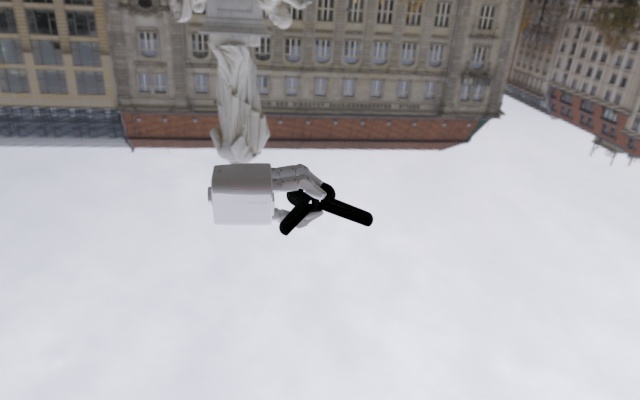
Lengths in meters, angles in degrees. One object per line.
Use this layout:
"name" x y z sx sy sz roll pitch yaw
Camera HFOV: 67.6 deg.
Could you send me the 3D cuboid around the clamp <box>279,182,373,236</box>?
"clamp" 0.000 0.003 0.891 0.164 0.036 0.210 -1 26 -8
